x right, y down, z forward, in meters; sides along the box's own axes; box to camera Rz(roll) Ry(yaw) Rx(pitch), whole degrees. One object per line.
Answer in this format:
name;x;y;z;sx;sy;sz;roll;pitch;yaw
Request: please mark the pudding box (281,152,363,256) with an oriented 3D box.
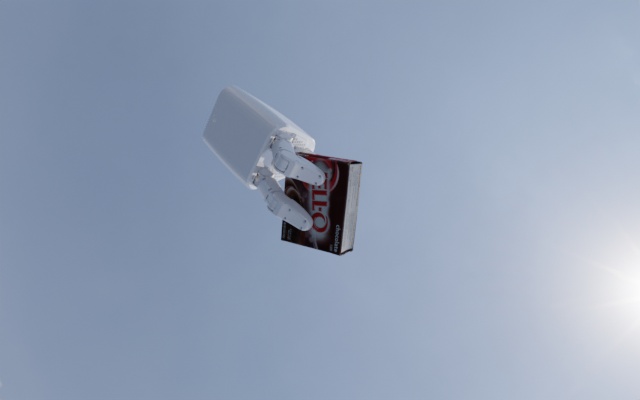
pudding box;0.000;0.002;0.582;0.090;0.113;0.039;11;14;34
